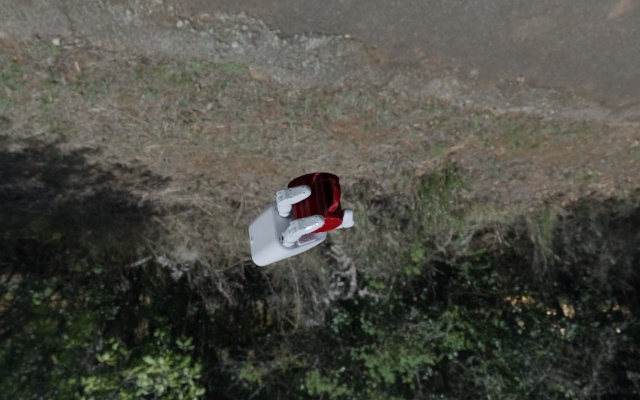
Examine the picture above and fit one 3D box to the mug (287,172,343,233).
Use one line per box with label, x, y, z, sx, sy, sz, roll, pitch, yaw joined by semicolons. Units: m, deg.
mug;0.001;0.002;0.814;0.093;0.081;0.117;5;-25;-34
